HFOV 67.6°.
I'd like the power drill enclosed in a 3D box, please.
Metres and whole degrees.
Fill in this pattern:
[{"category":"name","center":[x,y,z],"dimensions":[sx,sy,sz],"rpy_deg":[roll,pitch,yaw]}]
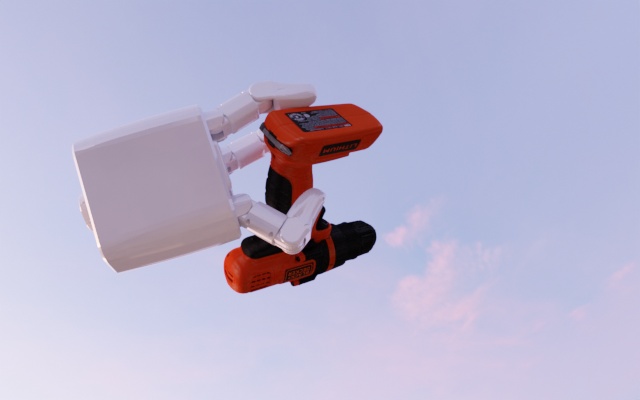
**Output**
[{"category":"power drill","center":[0.000,0.001,0.470],"dimensions":[0.184,0.188,0.057],"rpy_deg":[-14,41,-35]}]
